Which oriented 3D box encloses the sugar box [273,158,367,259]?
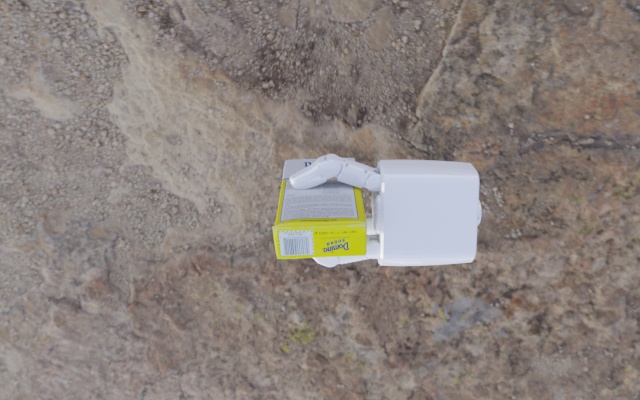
[{"bbox_3d":[0.000,0.002,0.548,0.093,0.048,0.176,-2,24,2],"label":"sugar box"}]
